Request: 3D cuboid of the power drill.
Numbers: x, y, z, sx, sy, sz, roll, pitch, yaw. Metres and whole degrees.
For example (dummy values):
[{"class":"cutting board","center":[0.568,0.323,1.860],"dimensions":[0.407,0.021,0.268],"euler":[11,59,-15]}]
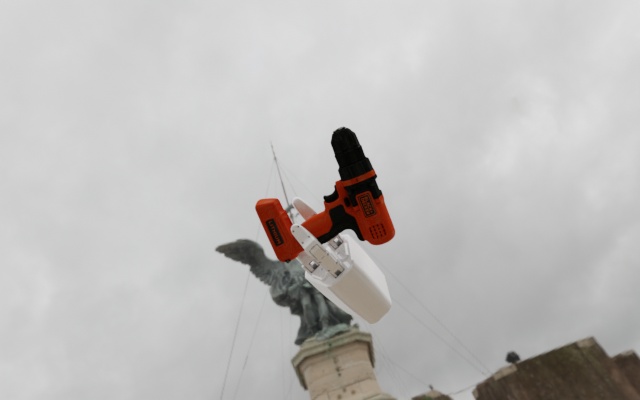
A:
[{"class":"power drill","center":[0.000,0.003,0.722],"dimensions":[0.187,0.184,0.057],"euler":[-21,6,14]}]
